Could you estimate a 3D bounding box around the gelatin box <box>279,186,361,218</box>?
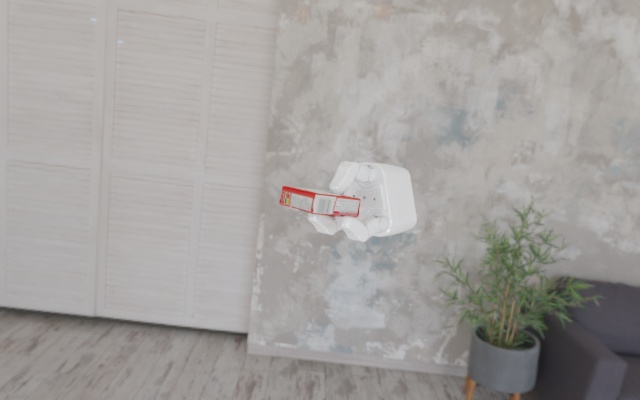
[{"bbox_3d":[0.000,0.002,0.665,0.089,0.030,0.073,6,6,-42],"label":"gelatin box"}]
